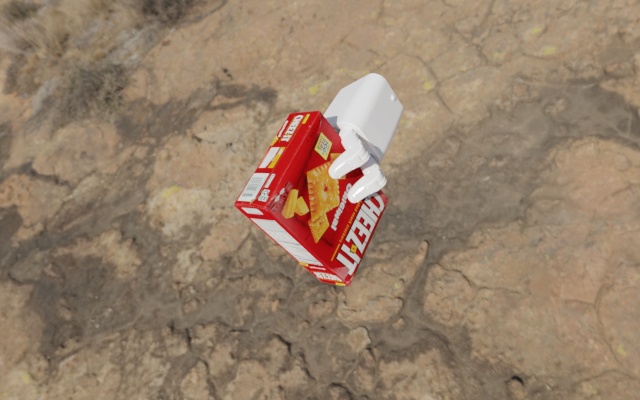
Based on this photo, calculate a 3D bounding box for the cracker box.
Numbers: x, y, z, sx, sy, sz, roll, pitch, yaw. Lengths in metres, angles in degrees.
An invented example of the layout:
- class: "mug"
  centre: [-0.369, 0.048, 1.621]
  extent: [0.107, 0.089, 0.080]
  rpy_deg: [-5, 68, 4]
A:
- class: "cracker box"
  centre: [0.000, 0.002, 0.696]
  extent: [0.072, 0.164, 0.214]
  rpy_deg: [5, -32, 44]
